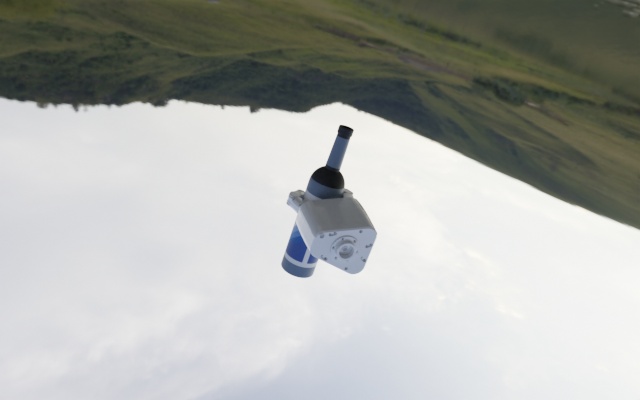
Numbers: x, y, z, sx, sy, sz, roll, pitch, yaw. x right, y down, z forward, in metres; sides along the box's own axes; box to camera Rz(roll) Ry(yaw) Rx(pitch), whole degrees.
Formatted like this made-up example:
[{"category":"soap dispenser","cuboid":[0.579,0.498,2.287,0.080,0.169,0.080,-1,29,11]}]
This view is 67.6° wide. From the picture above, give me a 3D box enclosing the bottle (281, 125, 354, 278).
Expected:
[{"category":"bottle","cuboid":[0.000,0.003,0.881,0.069,0.296,0.069,17,21,-7]}]
